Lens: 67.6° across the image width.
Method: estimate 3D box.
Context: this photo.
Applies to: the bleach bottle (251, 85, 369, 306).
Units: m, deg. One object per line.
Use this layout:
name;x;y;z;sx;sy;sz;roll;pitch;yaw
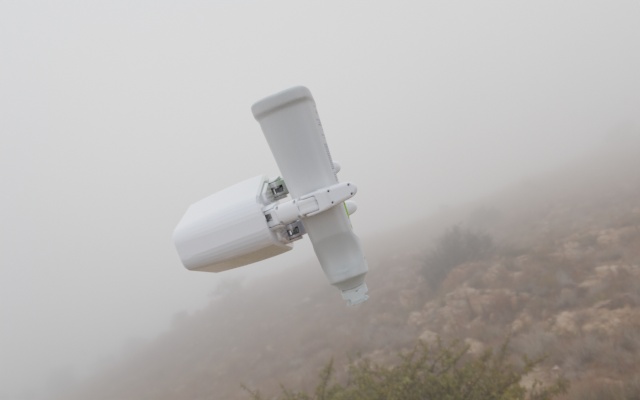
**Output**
bleach bottle;0.000;0.002;0.548;0.068;0.251;0.102;-20;3;7
